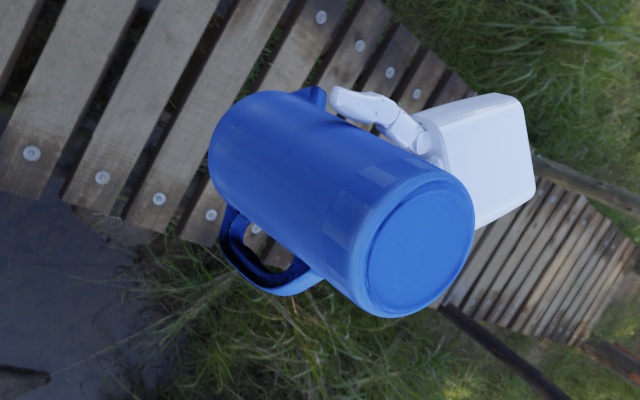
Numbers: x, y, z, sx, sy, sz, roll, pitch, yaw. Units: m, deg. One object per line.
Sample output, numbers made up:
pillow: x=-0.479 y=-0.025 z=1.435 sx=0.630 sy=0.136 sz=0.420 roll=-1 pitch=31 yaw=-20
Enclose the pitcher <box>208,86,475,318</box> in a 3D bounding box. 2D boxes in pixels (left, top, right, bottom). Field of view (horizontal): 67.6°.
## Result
pitcher: x=0.000 y=0.001 z=0.406 sx=0.145 sy=0.149 sz=0.242 roll=-18 pitch=29 yaw=-25
